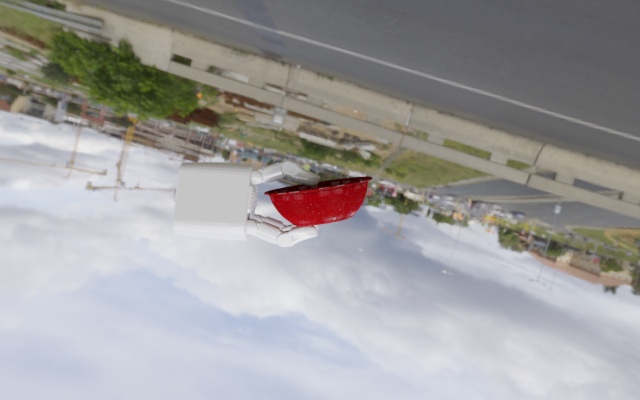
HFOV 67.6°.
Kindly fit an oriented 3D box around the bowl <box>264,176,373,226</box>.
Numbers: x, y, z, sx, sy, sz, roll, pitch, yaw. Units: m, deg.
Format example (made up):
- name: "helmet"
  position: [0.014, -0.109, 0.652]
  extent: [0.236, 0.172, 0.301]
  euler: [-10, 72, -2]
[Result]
- name: "bowl"
  position: [0.001, 0.003, 0.706]
  extent: [0.162, 0.055, 0.162]
  euler: [-9, 5, 1]
